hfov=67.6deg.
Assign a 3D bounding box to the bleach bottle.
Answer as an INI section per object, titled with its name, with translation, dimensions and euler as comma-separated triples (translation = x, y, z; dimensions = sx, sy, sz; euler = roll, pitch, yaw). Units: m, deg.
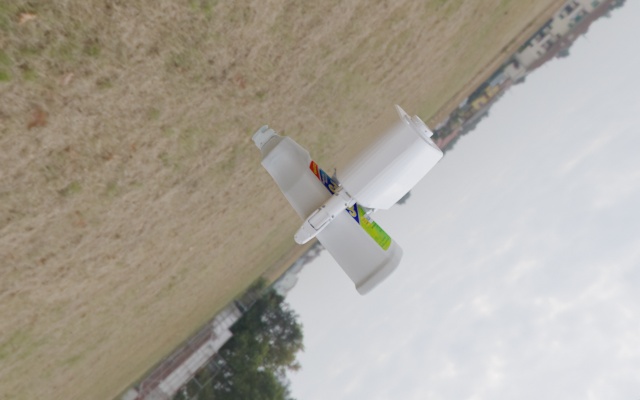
[bleach bottle]
translation = 0.000, 0.002, 0.627
dimensions = 0.068, 0.251, 0.102
euler = -43, -3, 18
